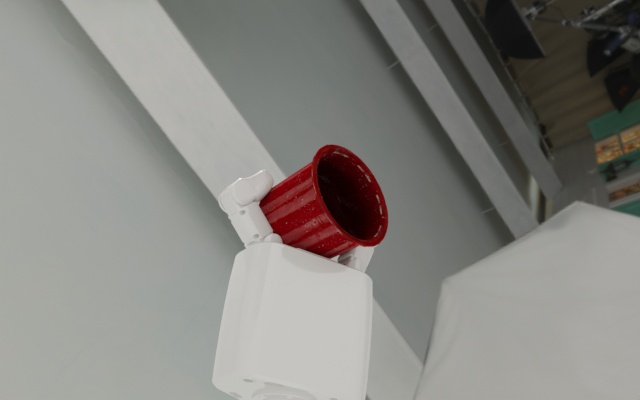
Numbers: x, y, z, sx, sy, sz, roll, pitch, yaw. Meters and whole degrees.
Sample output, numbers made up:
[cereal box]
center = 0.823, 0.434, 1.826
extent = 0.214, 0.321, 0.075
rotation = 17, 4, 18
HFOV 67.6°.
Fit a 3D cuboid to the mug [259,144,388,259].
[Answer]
[mug]
center = 0.000, 0.000, 0.427
extent = 0.093, 0.117, 0.081
rotation = 35, -47, -30
